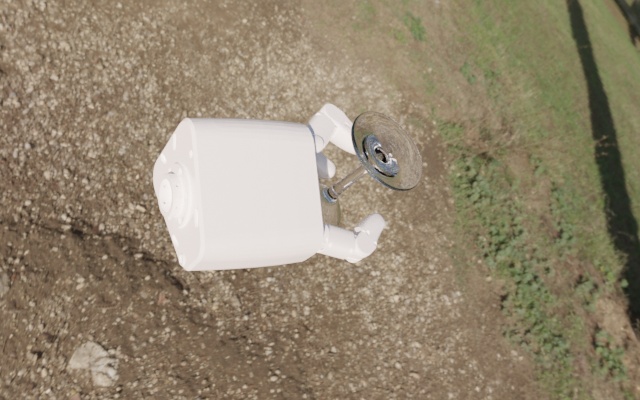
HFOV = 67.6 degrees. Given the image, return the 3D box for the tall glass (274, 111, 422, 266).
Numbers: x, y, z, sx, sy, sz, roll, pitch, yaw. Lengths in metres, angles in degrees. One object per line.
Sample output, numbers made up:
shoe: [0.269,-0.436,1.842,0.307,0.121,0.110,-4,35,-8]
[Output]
tall glass: [0.001,0.001,0.458,0.079,0.079,0.201,0,-25,-37]
